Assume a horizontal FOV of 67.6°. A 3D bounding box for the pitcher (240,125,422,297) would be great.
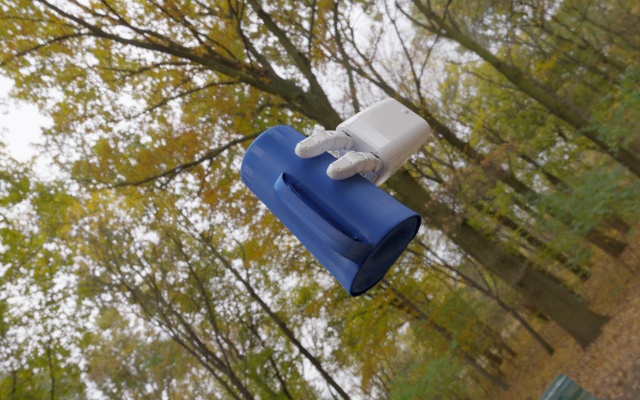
[{"bbox_3d":[0.000,0.002,0.637,0.145,0.149,0.242,-36,63,-28],"label":"pitcher"}]
